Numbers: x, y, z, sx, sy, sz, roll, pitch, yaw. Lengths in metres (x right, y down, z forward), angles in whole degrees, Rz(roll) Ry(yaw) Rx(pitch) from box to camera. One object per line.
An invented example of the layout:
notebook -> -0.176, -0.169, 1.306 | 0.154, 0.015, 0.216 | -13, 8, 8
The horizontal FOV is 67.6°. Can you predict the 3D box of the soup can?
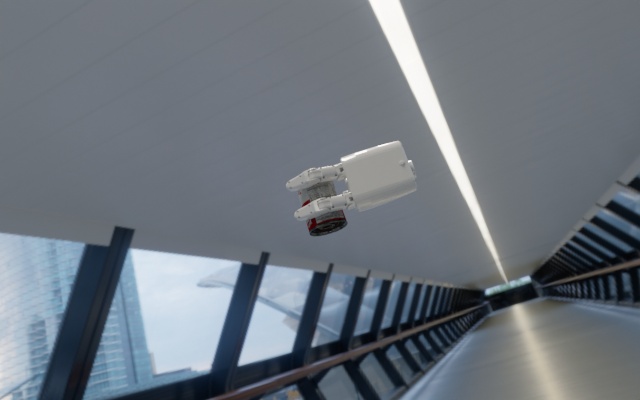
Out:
soup can -> 0.000, 0.003, 0.829 | 0.068, 0.102, 0.068 | -15, -18, -5
